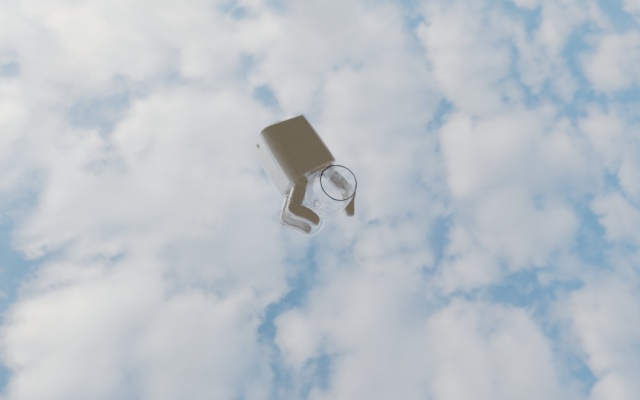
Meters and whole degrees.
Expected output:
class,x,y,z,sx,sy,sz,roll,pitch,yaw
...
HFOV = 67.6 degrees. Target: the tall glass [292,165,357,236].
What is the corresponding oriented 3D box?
class,x,y,z,sx,sy,sz,roll,pitch,yaw
tall glass,0.000,0.003,0.843,0.079,0.079,0.201,0,-18,-18
